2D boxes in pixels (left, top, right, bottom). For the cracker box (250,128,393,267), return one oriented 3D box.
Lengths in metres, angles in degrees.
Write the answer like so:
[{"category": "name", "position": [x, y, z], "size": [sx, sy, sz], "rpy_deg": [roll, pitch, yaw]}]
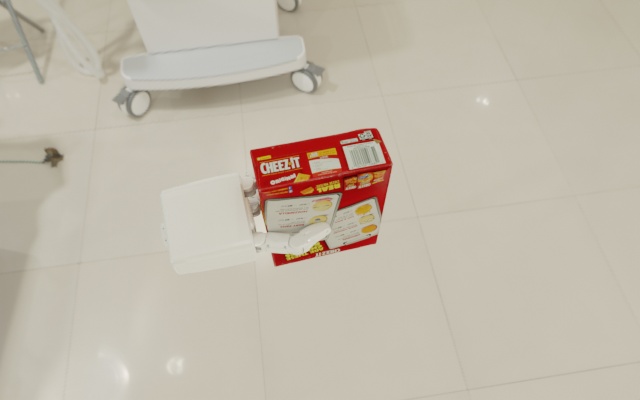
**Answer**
[{"category": "cracker box", "position": [0.000, 0.002, 0.656], "size": [0.164, 0.072, 0.214], "rpy_deg": [-12, -30, -7]}]
